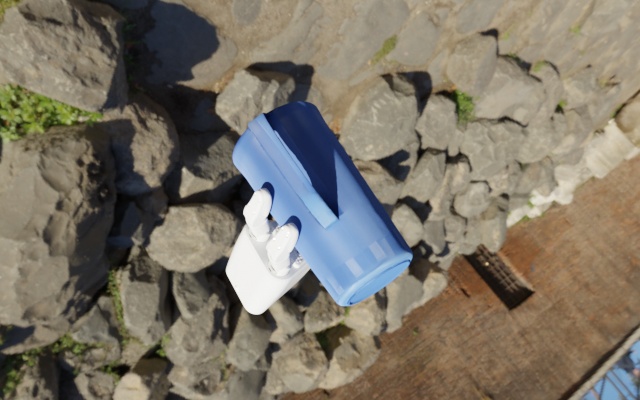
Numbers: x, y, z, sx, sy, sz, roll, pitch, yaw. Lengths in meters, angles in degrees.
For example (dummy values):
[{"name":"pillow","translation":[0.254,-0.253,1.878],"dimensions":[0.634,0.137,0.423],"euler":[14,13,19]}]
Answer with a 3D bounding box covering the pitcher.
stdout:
[{"name":"pitcher","translation":[0.000,0.002,0.588],"dimensions":[0.149,0.242,0.145],"euler":[-18,-26,-39]}]
